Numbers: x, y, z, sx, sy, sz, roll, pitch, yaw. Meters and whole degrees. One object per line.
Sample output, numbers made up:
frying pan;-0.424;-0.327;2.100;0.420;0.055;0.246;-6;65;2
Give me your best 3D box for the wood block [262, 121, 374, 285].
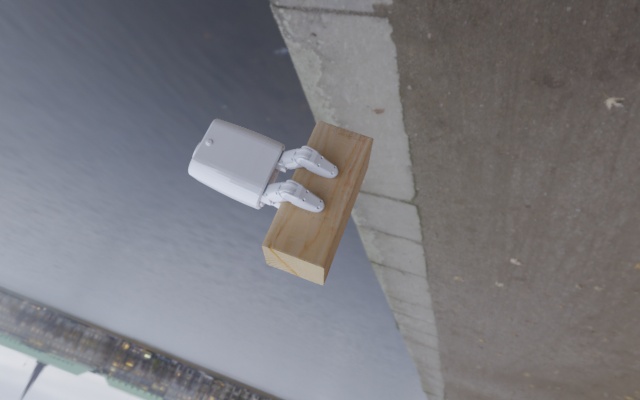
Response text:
wood block;0.000;0.002;0.689;0.090;0.206;0.091;19;-23;7
